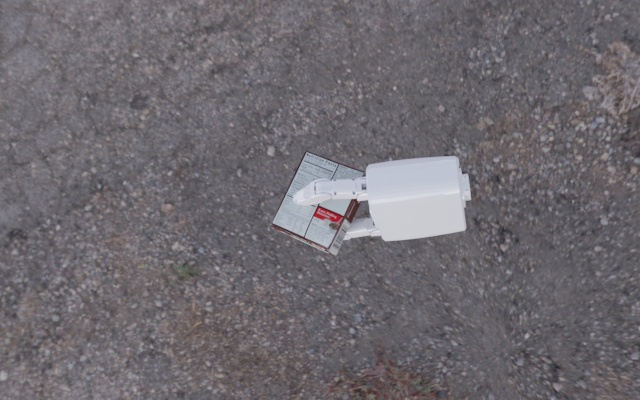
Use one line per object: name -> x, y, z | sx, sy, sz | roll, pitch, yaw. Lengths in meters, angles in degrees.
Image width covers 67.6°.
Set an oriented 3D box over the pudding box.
pudding box -> 0.000, 0.002, 0.619 | 0.090, 0.113, 0.039 | 22, -10, 22
